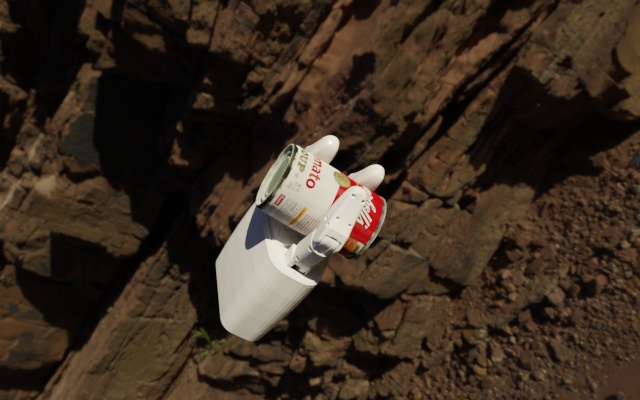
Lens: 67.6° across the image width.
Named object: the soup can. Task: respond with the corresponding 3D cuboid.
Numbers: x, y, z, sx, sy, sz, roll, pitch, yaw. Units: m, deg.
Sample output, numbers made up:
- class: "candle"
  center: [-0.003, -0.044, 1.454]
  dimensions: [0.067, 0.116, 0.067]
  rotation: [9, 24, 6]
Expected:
- class: "soup can"
  center: [0.000, 0.001, 0.442]
  dimensions: [0.102, 0.068, 0.068]
  rotation: [31, -10, -17]
